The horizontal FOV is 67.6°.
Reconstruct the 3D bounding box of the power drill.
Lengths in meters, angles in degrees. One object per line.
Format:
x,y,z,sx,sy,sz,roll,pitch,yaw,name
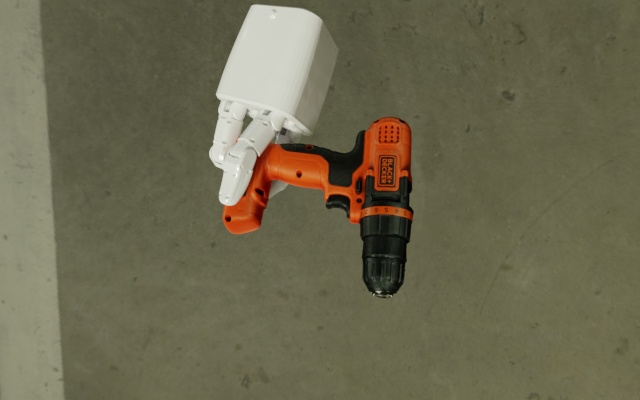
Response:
0.000,0.001,0.489,0.187,0.184,0.057,3,-20,8,power drill
